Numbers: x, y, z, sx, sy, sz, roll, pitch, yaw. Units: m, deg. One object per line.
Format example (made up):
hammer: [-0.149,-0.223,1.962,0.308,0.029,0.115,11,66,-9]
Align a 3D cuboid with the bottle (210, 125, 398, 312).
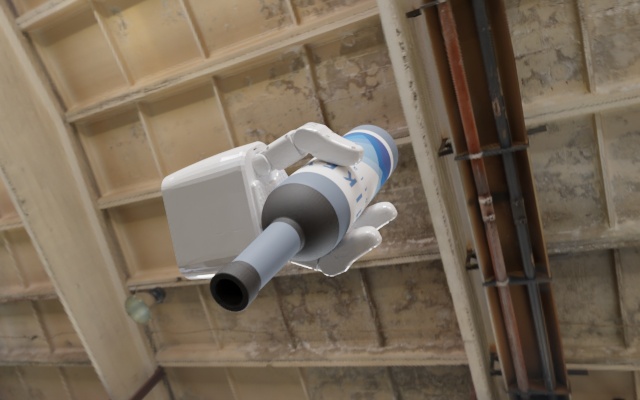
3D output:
bottle: [0.000,0.001,0.407,0.069,0.069,0.295,0,21,23]
